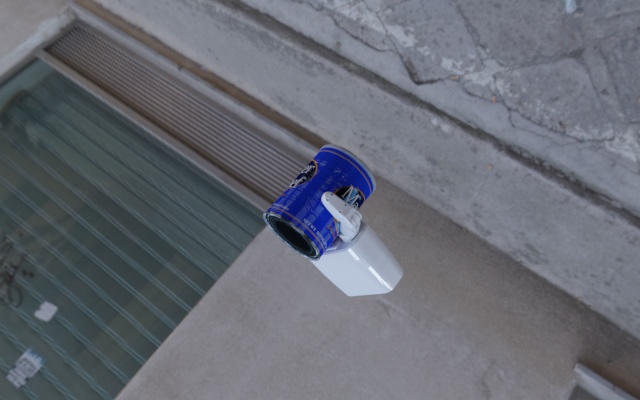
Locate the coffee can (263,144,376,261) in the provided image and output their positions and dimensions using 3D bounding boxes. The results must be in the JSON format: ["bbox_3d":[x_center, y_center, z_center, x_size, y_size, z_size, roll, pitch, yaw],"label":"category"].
[{"bbox_3d":[0.000,0.002,0.698,0.103,0.140,0.103,34,-21,15],"label":"coffee can"}]
